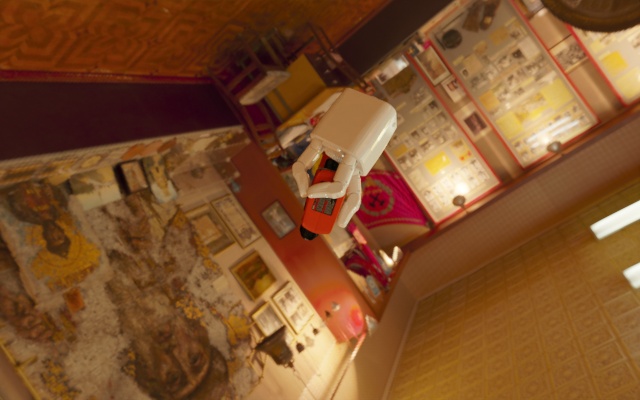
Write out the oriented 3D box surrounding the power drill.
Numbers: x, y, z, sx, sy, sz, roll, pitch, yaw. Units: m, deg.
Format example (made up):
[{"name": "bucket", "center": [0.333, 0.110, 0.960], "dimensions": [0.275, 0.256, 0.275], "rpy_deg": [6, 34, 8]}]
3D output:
[{"name": "power drill", "center": [0.000, 0.003, 0.866], "dimensions": [0.057, 0.184, 0.187], "rpy_deg": [16, 9, -5]}]
